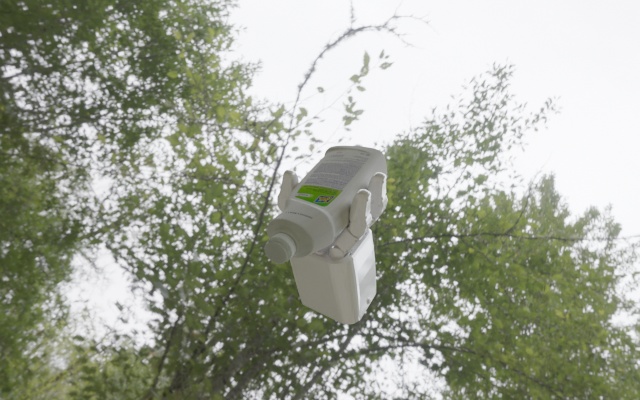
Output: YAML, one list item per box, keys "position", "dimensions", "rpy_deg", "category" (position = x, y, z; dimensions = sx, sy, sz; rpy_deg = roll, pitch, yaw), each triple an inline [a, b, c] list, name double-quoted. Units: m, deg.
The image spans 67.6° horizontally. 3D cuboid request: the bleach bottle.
- position: [0.000, 0.002, 0.618]
  dimensions: [0.102, 0.068, 0.250]
  rpy_deg: [5, 28, 28]
  category: "bleach bottle"
